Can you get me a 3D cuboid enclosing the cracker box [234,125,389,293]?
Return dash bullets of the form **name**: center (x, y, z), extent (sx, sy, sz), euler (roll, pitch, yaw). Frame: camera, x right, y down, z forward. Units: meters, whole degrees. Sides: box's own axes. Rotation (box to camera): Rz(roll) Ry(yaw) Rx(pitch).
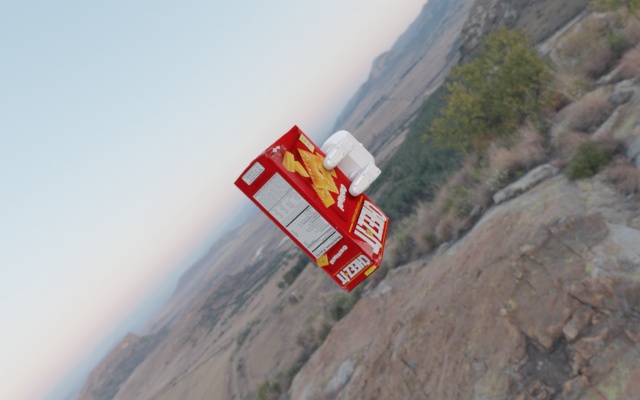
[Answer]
- **cracker box**: center (0.000, 0.002, 0.684), extent (0.072, 0.214, 0.164), euler (-43, 7, 23)
